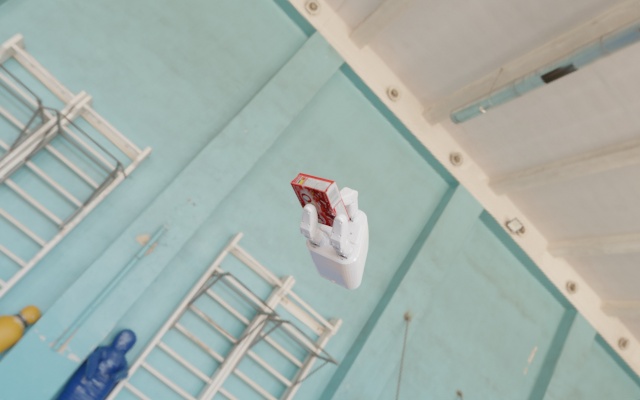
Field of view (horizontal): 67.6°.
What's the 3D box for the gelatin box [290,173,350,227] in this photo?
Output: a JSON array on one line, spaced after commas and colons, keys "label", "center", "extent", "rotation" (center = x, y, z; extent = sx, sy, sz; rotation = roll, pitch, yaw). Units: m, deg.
[{"label": "gelatin box", "center": [0.000, 0.002, 0.760], "extent": [0.073, 0.089, 0.030], "rotation": [16, 54, 37]}]
